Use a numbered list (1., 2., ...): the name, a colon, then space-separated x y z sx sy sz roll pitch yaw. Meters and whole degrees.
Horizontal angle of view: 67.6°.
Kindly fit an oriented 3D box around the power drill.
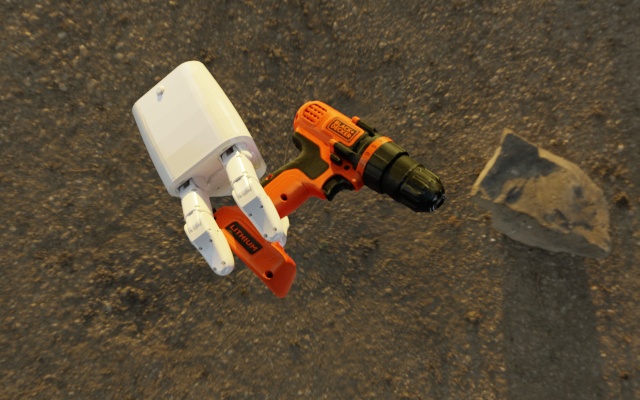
1. power drill: 0.000 0.002 0.467 0.184 0.187 0.057 37 -17 31
